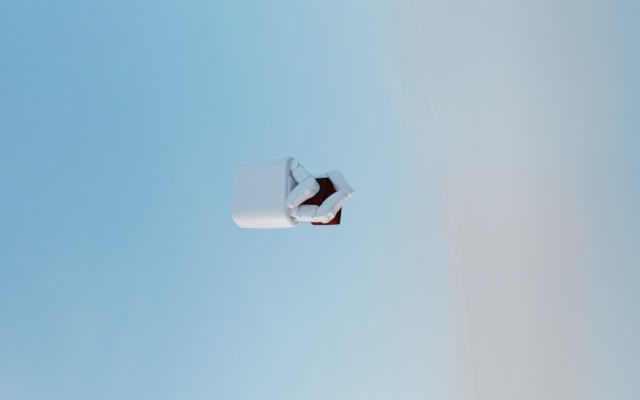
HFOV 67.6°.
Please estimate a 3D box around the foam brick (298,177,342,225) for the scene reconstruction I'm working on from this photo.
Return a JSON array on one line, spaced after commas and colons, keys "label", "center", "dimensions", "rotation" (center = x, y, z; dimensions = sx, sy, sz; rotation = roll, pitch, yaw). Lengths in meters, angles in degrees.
[{"label": "foam brick", "center": [0.000, 0.003, 0.814], "dimensions": [0.051, 0.053, 0.078], "rotation": [-4, -31, 22]}]
